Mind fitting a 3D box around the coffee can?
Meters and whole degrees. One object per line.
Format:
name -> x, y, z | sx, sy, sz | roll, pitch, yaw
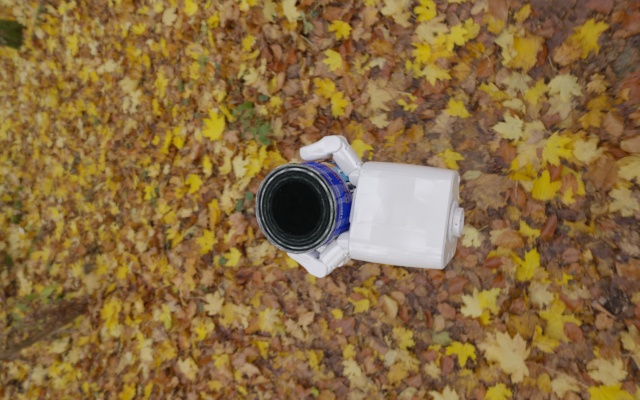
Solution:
coffee can -> 0.000, 0.002, 0.591 | 0.103, 0.103, 0.140 | 0, 6, 25
